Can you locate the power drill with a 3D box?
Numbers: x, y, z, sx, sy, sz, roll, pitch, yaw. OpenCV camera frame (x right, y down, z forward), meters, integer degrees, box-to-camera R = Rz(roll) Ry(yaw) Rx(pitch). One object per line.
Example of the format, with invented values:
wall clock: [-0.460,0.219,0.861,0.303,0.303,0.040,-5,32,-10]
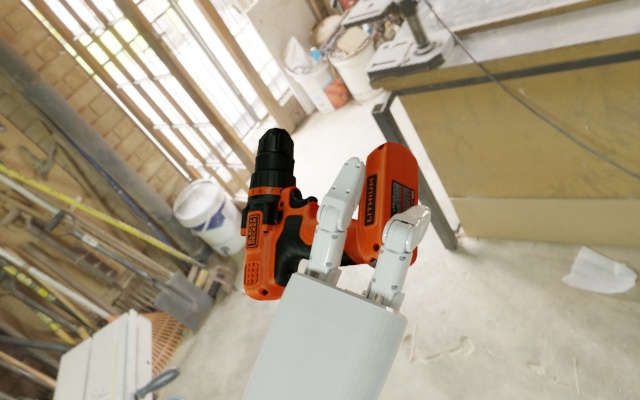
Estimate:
power drill: [0.000,0.002,0.454,0.187,0.184,0.057,-11,-19,42]
